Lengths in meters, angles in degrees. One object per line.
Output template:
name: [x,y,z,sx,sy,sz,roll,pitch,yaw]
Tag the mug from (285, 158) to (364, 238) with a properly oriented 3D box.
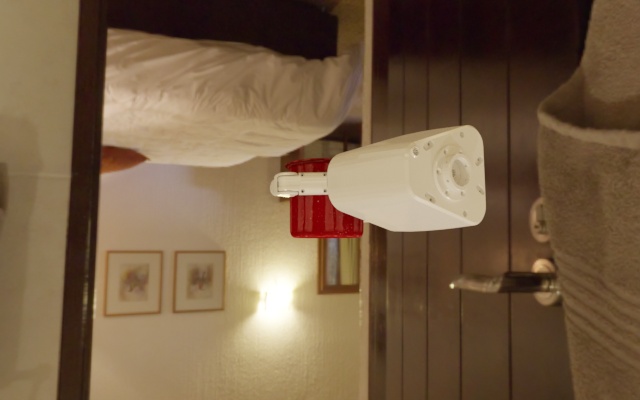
mug: [-0.001,0.002,0.541,0.093,0.081,0.117,3,-6,-34]
